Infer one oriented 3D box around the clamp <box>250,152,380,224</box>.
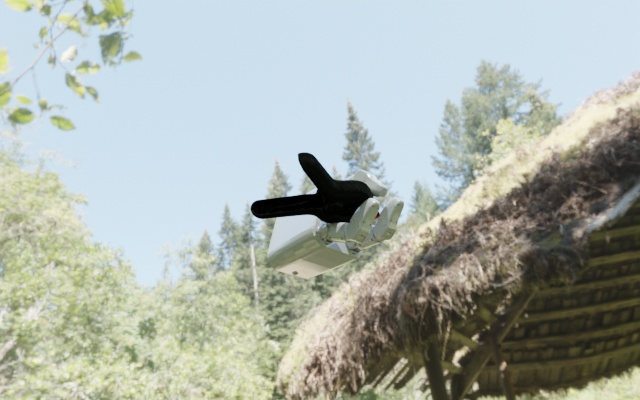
[{"bbox_3d":[0.000,0.001,0.607,0.120,0.039,0.171,-30,-38,35],"label":"clamp"}]
